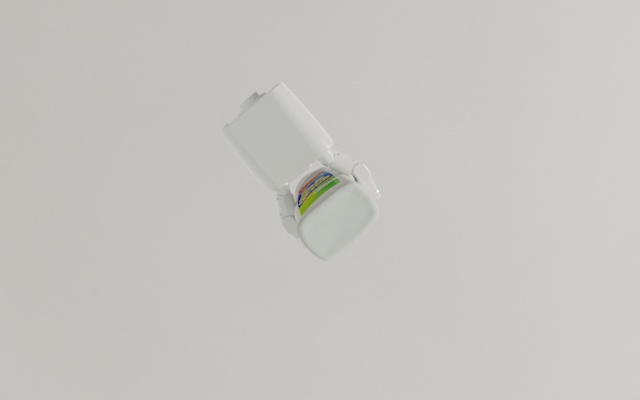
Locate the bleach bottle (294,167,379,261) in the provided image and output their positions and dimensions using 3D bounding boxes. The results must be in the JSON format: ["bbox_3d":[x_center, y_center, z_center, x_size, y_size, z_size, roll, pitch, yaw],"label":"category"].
[{"bbox_3d":[0.000,0.002,0.682,0.102,0.068,0.250,-41,15,-2],"label":"bleach bottle"}]
